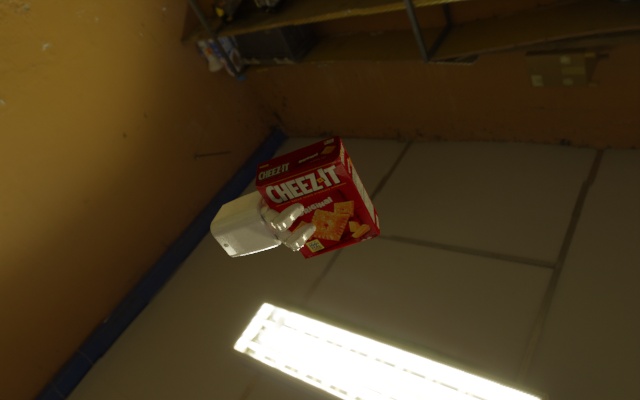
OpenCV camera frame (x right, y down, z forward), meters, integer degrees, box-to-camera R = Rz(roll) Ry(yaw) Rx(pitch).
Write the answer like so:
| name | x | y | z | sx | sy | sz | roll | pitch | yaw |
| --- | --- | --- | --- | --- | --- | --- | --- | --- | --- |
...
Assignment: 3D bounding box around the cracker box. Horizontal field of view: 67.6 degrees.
| name | x | y | z | sx | sy | sz | roll | pitch | yaw |
| --- | --- | --- | --- | --- | --- | --- | --- | --- | --- |
| cracker box | 0.000 | 0.003 | 0.895 | 0.164 | 0.214 | 0.072 | -18 | 40 | 15 |
